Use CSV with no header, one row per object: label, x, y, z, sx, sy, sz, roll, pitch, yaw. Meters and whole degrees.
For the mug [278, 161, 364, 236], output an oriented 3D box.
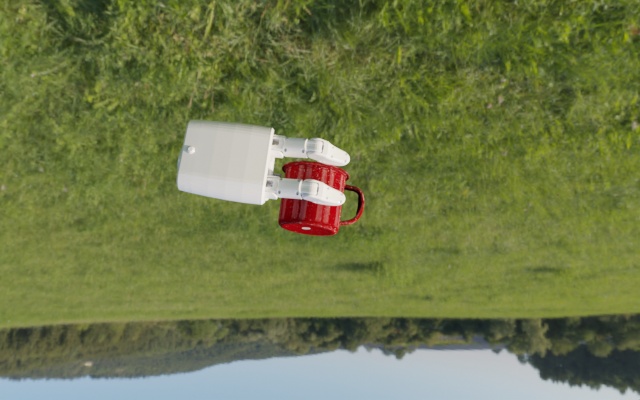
mug,0.002,0.003,0.643,0.117,0.081,0.093,8,-14,-2
